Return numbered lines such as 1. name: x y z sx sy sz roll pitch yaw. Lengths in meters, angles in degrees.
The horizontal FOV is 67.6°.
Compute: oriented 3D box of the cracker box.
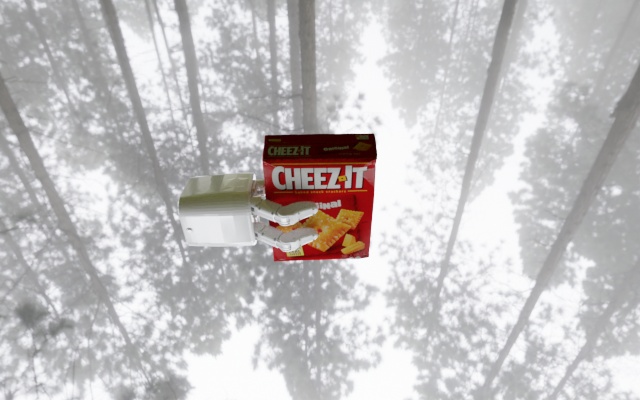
1. cracker box: 0.000 0.002 0.747 0.164 0.214 0.072 -1 42 0
